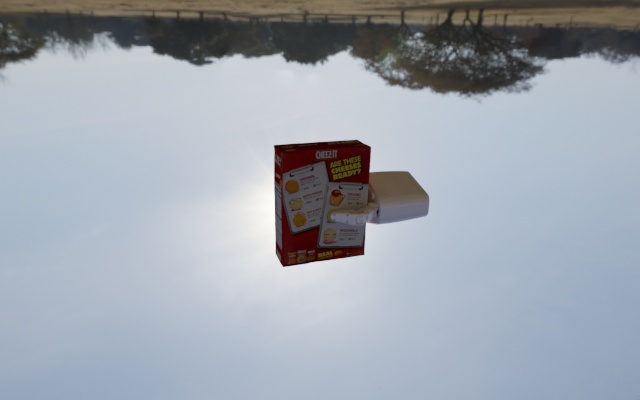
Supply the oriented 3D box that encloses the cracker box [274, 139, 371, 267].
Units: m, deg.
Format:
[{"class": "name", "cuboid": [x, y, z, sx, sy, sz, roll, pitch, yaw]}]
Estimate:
[{"class": "cracker box", "cuboid": [0.000, 0.003, 0.868, 0.164, 0.214, 0.072, -6, 21, -19]}]
